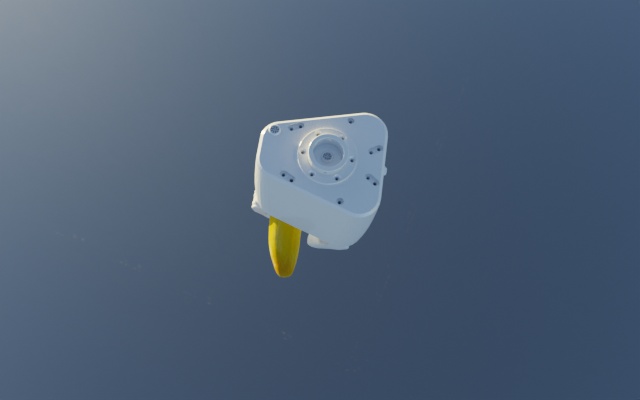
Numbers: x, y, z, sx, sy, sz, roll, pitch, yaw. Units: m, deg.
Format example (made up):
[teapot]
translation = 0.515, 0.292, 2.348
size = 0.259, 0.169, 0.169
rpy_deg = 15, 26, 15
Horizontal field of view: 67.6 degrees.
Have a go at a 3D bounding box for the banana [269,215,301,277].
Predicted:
[banana]
translation = -0.014, -0.011, 0.540
size = 0.069, 0.197, 0.037
rpy_deg = 34, -20, -5
